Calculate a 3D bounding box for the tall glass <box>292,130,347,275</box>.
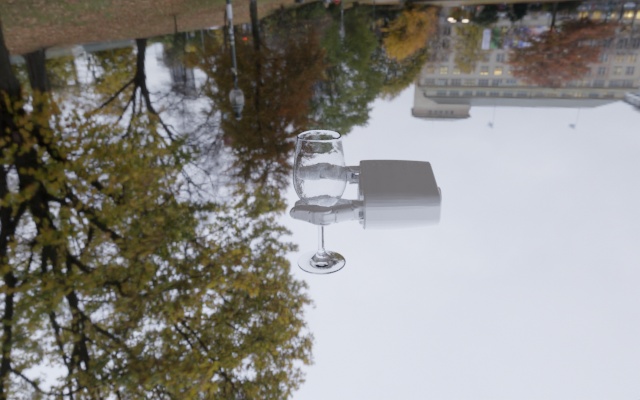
[{"bbox_3d":[0.000,0.003,0.693,0.079,0.201,0.079,-1,22,1],"label":"tall glass"}]
